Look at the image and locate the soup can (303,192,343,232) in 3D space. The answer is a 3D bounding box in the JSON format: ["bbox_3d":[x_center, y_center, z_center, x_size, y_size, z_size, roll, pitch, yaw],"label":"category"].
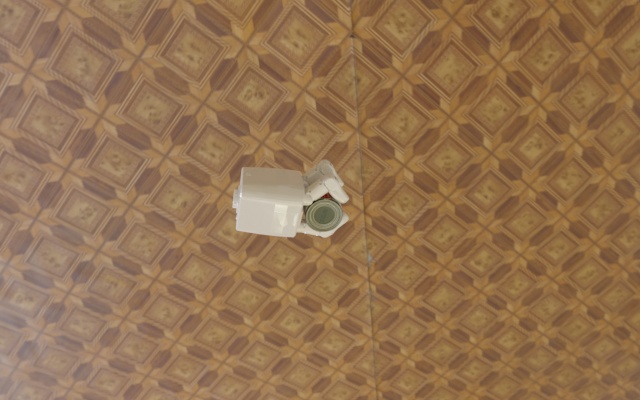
[{"bbox_3d":[0.001,0.003,0.859,0.068,0.068,0.102,0,28,-8],"label":"soup can"}]
